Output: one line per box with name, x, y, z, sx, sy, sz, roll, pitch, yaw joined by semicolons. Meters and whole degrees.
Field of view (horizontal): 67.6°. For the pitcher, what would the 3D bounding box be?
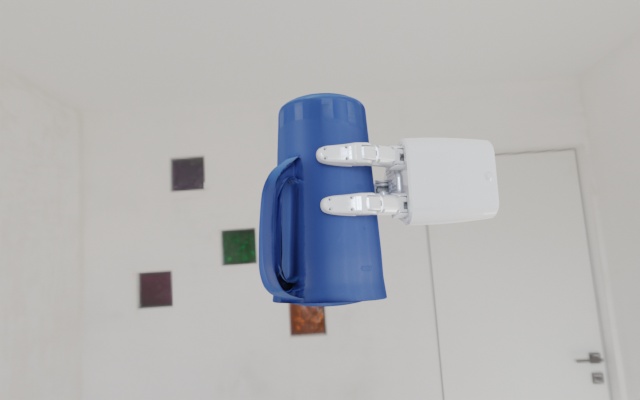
pitcher;0.000;0.002;0.564;0.145;0.243;0.149;-2;-8;-6
